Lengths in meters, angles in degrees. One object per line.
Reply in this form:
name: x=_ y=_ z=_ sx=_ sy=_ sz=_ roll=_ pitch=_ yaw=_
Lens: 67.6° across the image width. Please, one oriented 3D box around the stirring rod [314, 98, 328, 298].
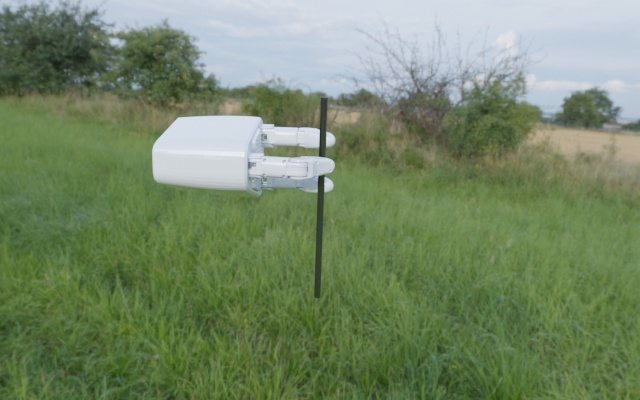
stirring rod: x=0.000 y=0.002 z=0.564 sx=0.011 sy=0.239 sz=0.011 roll=2 pitch=13 yaw=0
